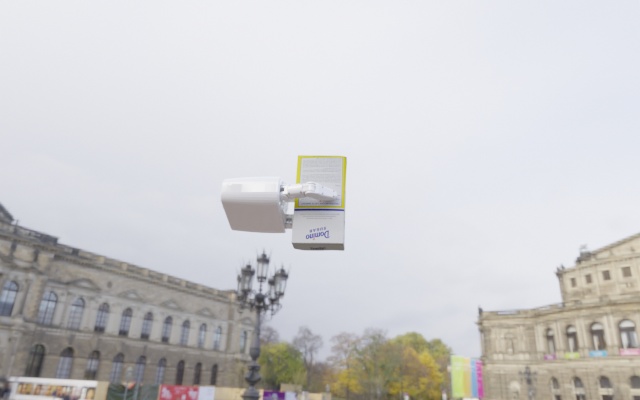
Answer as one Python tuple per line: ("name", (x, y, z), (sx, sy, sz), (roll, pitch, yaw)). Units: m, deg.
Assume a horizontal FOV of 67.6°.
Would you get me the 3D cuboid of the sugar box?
("sugar box", (0.000, 0.003, 0.868), (0.093, 0.176, 0.048), (1, -23, 6))
